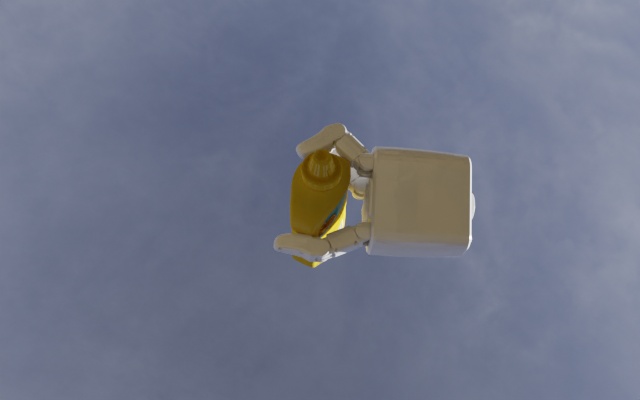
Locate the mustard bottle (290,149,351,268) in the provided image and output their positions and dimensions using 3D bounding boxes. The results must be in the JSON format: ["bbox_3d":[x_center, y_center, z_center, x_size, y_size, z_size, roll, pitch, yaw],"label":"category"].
[{"bbox_3d":[0.000,0.002,0.537,0.058,0.096,0.192,26,-24,11],"label":"mustard bottle"}]
